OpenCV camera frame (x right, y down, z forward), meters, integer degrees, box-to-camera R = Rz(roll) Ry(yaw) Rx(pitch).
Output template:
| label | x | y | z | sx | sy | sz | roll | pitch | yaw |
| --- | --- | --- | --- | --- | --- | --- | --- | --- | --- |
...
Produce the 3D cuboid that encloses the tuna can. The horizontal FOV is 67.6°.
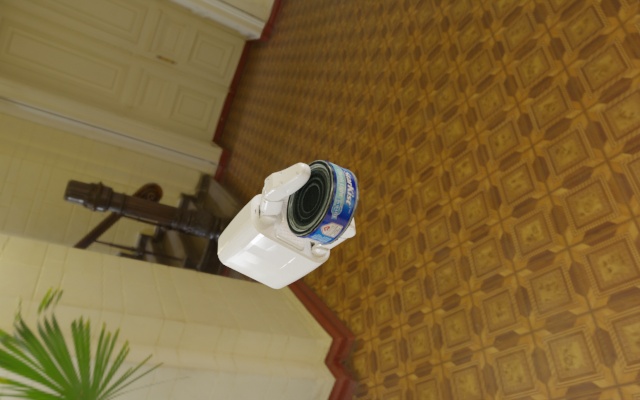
| label | x | y | z | sx | sy | sz | roll | pitch | yaw |
| --- | --- | --- | --- | --- | --- | --- | --- | --- | --- |
| tuna can | 0.000 | 0.001 | 0.502 | 0.034 | 0.086 | 0.086 | 21 | -11 | -32 |
